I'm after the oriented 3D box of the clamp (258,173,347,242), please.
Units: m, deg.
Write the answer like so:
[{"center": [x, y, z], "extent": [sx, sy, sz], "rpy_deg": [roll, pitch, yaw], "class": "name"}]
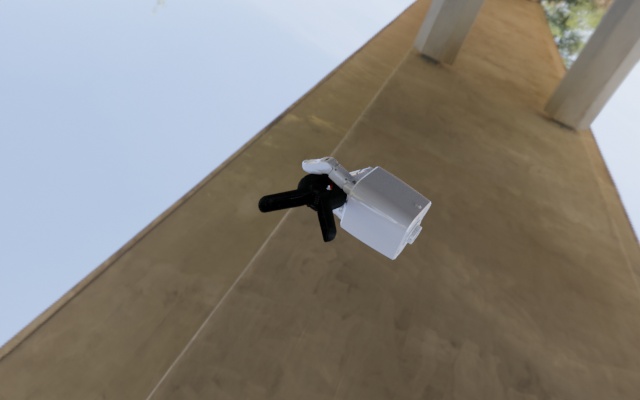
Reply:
[{"center": [0.000, 0.003, 0.725], "extent": [0.120, 0.039, 0.171], "rpy_deg": [35, 38, 16], "class": "clamp"}]
